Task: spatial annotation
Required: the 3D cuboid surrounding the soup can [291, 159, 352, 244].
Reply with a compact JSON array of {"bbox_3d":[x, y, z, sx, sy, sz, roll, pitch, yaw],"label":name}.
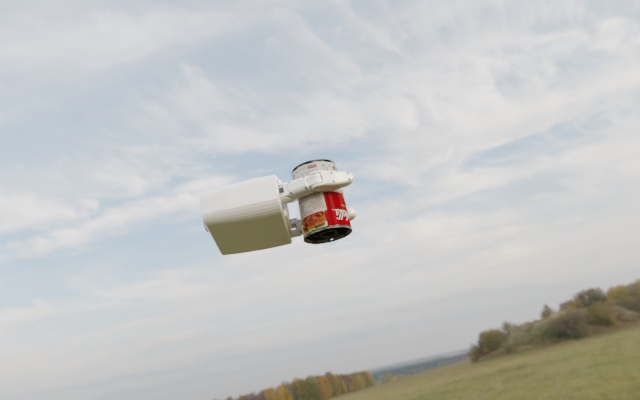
[{"bbox_3d":[0.001,0.002,0.666,0.068,0.102,0.068,-11,-21,-4],"label":"soup can"}]
